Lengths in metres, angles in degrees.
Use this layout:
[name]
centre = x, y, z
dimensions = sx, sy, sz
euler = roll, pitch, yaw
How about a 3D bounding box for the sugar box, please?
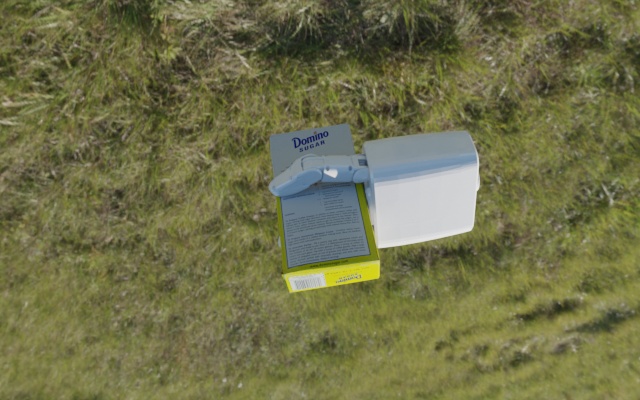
[sugar box]
centre = 0.000, 0.002, 0.501
dimensions = 0.093, 0.176, 0.048
euler = -8, -37, 0
